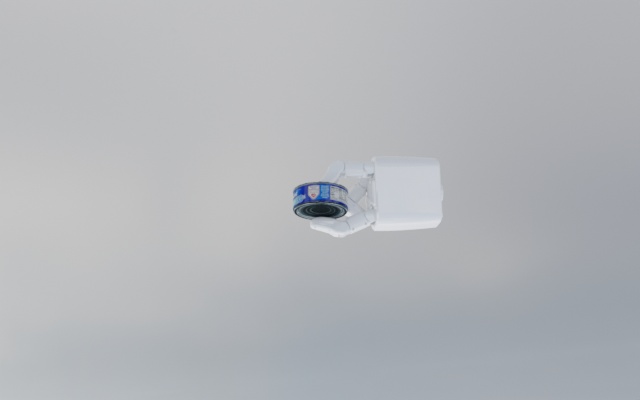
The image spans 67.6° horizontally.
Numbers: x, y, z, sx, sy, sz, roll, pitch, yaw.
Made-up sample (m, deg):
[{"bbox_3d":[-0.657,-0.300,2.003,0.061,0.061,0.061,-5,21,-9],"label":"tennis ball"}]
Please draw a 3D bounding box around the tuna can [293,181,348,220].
[{"bbox_3d":[0.000,0.003,0.732,0.086,0.033,0.086,0,-21,0],"label":"tuna can"}]
